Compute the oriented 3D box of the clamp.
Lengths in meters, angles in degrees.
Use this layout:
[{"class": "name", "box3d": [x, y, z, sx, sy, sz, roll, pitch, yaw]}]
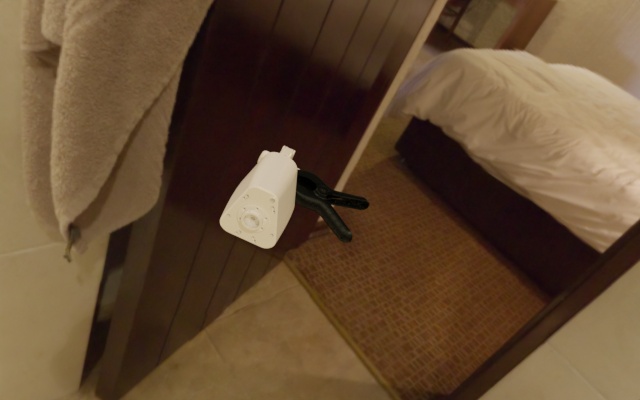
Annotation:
[{"class": "clamp", "box3d": [0.000, 0.002, 0.817, 0.171, 0.039, 0.120, 25, 33, -4]}]
